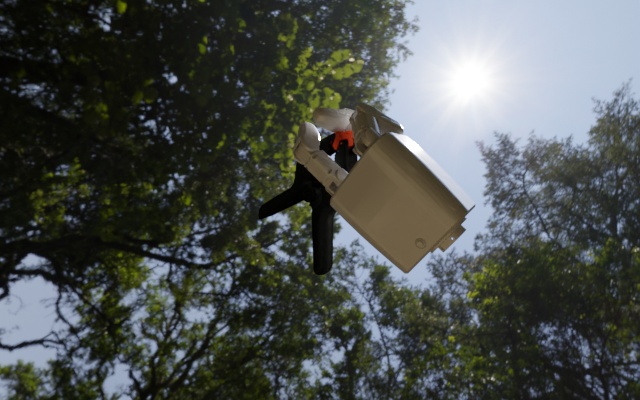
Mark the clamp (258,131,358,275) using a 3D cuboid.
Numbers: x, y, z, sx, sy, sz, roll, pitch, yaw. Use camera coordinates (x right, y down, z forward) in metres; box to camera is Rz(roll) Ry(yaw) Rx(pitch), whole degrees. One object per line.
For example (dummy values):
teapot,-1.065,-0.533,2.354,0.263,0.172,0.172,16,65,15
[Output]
clamp,0.000,0.001,0.548,0.039,0.120,0.171,-27,-22,-51
